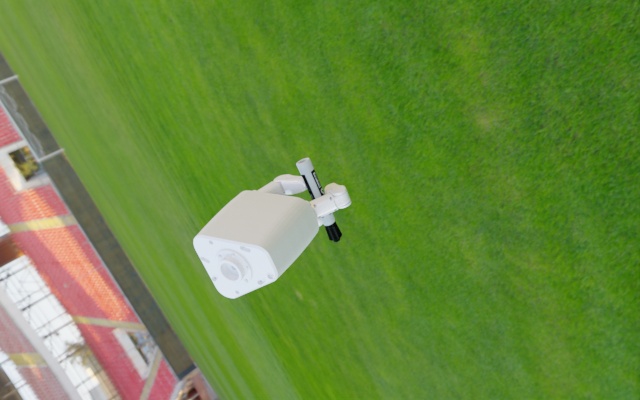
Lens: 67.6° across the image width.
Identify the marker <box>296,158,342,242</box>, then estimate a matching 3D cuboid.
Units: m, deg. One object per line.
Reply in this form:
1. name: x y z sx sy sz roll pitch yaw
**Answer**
1. marker: 0.000 0.002 0.624 0.020 0.121 0.020 -20 20 8
